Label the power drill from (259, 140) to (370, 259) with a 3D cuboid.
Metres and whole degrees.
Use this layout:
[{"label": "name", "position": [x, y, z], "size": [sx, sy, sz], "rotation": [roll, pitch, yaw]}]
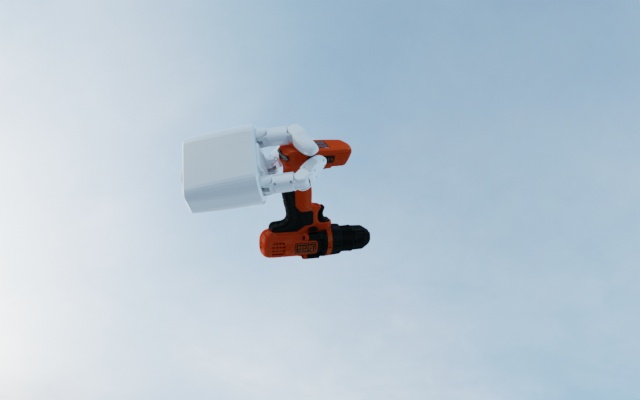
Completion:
[{"label": "power drill", "position": [0.000, 0.002, 0.737], "size": [0.184, 0.188, 0.057], "rotation": [-4, 24, -20]}]
